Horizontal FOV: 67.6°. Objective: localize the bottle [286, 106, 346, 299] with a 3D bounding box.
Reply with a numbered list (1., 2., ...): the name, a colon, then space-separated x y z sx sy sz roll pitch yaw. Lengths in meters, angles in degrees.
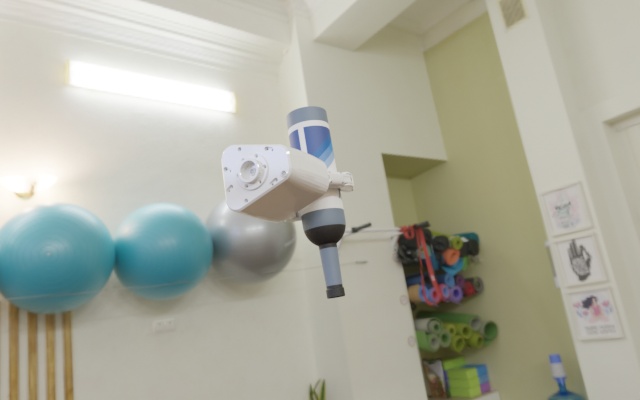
1. bottle: 0.000 0.002 0.742 0.069 0.295 0.069 -9 -13 -2
